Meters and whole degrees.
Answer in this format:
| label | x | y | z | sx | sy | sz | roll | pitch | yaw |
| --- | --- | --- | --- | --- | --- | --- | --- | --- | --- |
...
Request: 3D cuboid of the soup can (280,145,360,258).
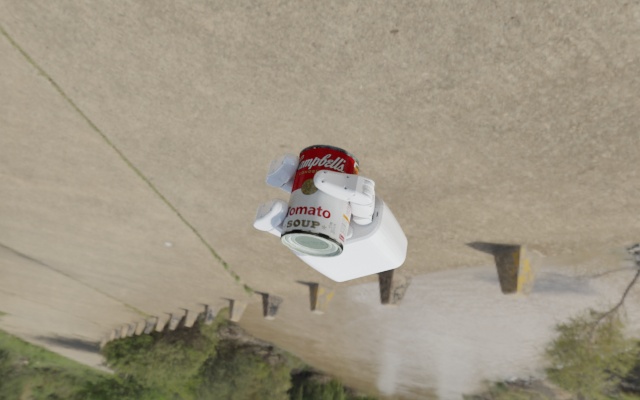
| label | x | y | z | sx | sy | sz | roll | pitch | yaw |
| --- | --- | --- | --- | --- | --- | --- | --- | --- | --- |
| soup can | 0.000 | 0.002 | 0.506 | 0.068 | 0.102 | 0.068 | 10 | -24 | 5 |
